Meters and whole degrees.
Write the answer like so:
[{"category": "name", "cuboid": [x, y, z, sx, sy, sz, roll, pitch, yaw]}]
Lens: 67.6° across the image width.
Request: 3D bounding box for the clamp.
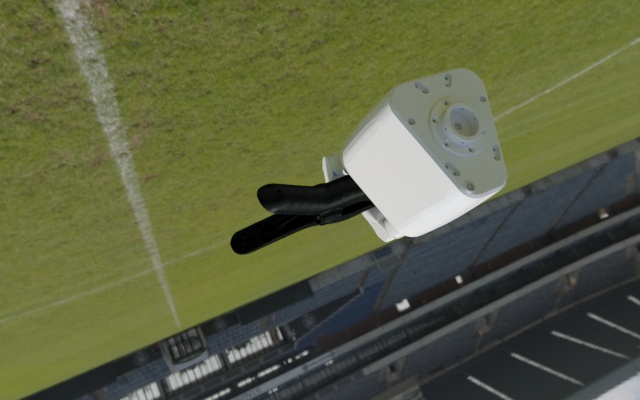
[{"category": "clamp", "cuboid": [0.000, 0.002, 0.455, 0.171, 0.039, 0.120, -20, -11, -21]}]
